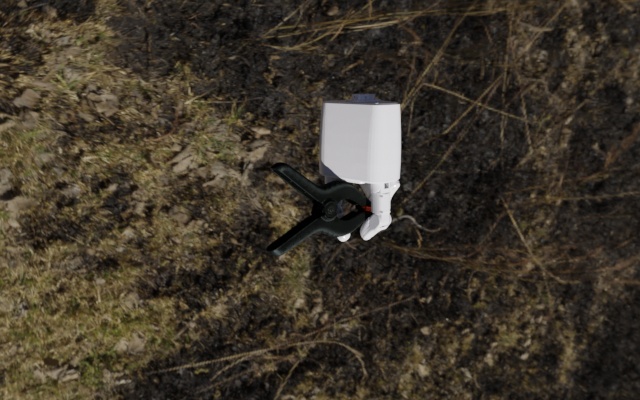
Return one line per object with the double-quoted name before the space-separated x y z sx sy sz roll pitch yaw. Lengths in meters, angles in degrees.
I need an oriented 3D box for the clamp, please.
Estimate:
"clamp" 0.001 0.002 0.649 0.171 0.120 0.039 -11 18 -34
